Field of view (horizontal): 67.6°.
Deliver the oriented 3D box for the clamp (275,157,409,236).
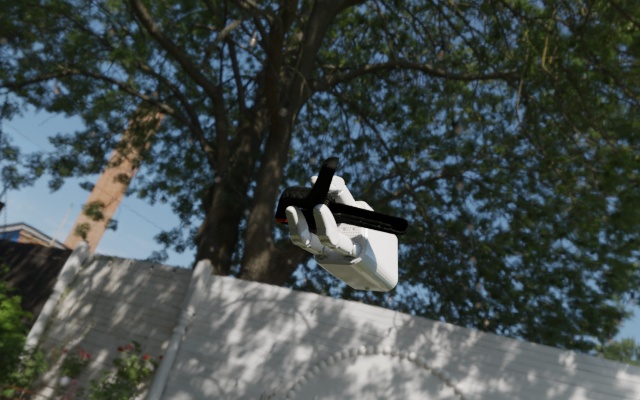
[{"bbox_3d":[0.000,0.002,0.679,0.210,0.036,0.165,-5,-38,41],"label":"clamp"}]
